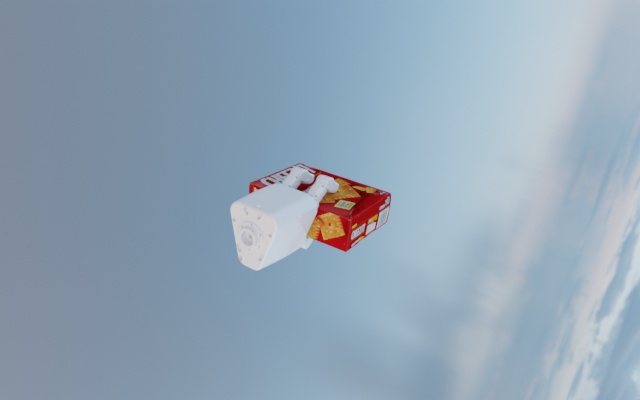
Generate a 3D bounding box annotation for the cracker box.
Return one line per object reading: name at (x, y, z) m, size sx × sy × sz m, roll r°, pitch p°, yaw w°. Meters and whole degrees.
cracker box at (0.000, 0.003, 0.880) m, size 0.213 × 0.072 × 0.164 m, roll 20°, pitch 27°, yaw 27°
